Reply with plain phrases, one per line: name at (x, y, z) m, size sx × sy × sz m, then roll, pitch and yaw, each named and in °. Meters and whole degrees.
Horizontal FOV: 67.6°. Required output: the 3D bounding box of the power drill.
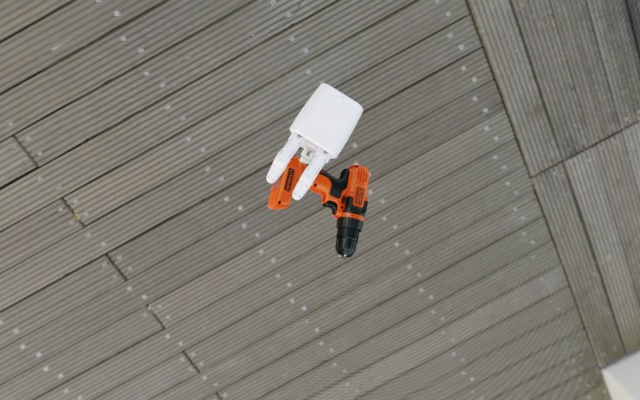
power drill at (0.000, 0.003, 0.896) m, size 0.188 × 0.184 × 0.057 m, roll 17°, pitch -18°, yaw -23°
